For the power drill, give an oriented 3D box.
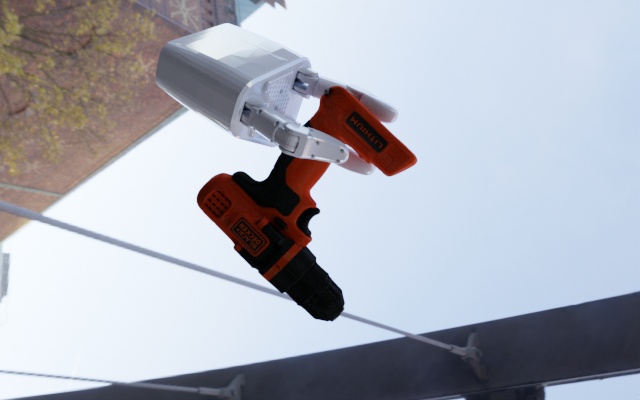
[{"bbox_3d":[0.000,0.001,0.456,0.187,0.184,0.057,-45,3,9],"label":"power drill"}]
